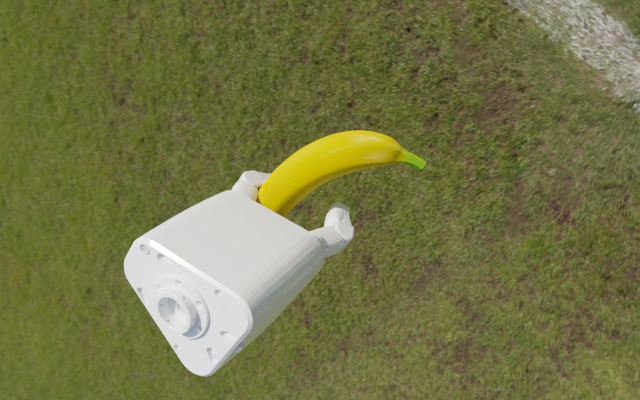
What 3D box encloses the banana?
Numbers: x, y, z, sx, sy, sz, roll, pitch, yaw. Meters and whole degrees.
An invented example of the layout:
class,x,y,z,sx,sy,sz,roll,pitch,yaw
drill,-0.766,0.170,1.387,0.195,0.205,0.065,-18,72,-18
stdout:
class,x,y,z,sx,sy,sz,roll,pitch,yaw
banana,-0.006,-0.016,0.445,0.198,0.069,0.037,-25,14,25
